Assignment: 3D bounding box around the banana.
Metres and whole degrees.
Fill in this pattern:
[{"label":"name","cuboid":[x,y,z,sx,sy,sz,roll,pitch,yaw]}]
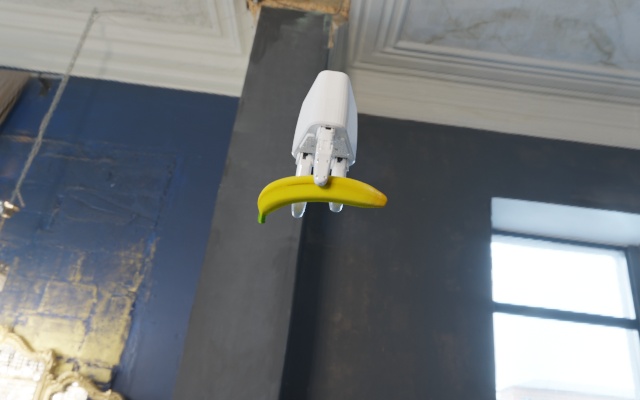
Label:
[{"label":"banana","cuboid":[-0.010,-0.008,0.665,0.198,0.037,0.070,-7,-36,20]}]
